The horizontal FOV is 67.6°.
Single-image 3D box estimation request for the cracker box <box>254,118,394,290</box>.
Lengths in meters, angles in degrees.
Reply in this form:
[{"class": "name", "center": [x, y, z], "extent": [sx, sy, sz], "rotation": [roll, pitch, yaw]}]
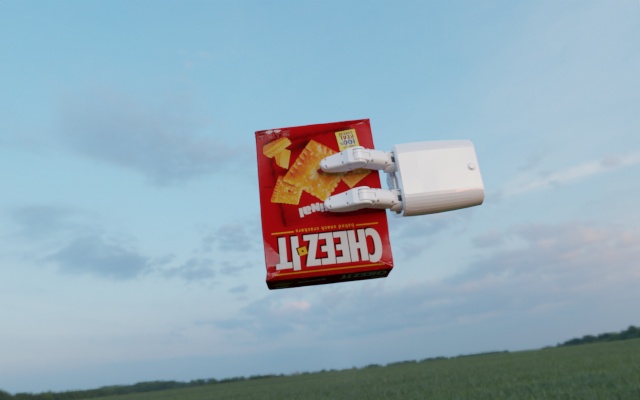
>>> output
[{"class": "cracker box", "center": [0.000, 0.002, 0.647], "extent": [0.164, 0.213, 0.072], "rotation": [-6, -20, -3]}]
